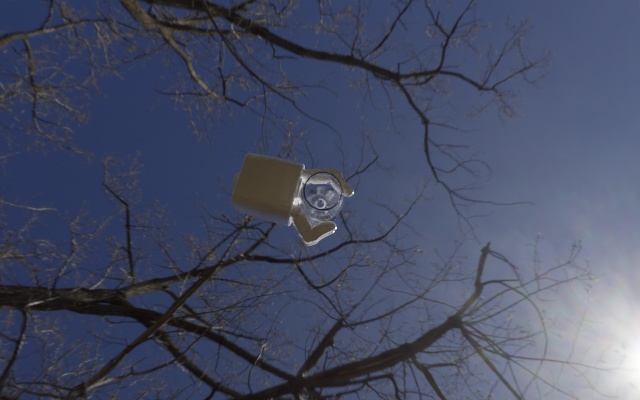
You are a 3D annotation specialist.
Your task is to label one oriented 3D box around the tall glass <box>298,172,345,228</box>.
[{"bbox_3d":[0.000,0.003,0.845,0.079,0.079,0.201,0,-10,-2],"label":"tall glass"}]
